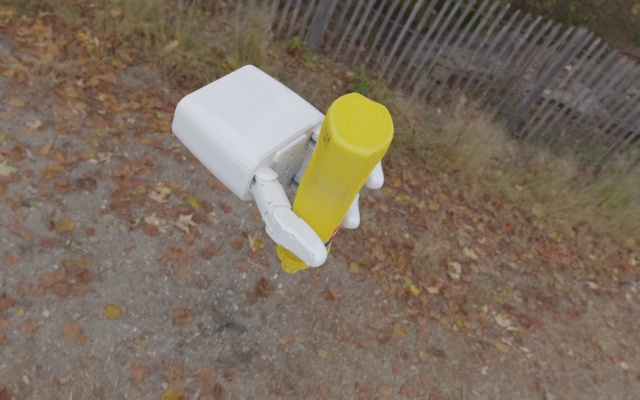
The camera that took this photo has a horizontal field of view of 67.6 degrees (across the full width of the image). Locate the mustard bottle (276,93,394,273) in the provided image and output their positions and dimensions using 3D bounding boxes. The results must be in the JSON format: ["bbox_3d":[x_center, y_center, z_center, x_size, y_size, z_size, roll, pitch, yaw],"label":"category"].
[{"bbox_3d":[0.000,0.001,0.443,0.058,0.192,0.096,25,37,-3],"label":"mustard bottle"}]
